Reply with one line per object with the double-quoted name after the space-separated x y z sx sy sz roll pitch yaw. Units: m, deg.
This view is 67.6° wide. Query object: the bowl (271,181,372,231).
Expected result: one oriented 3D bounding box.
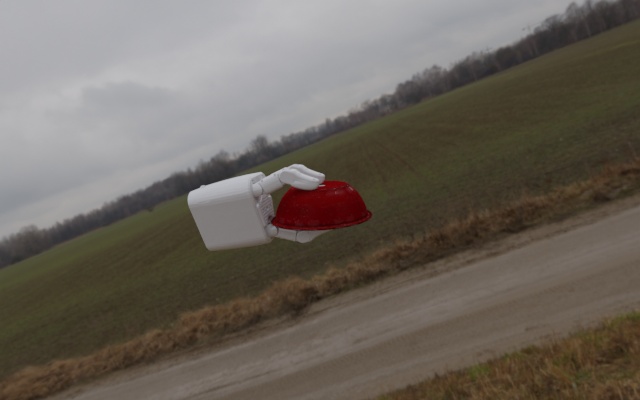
0.001 0.002 0.757 0.162 0.055 0.162 -3 10 1 "bowl"
